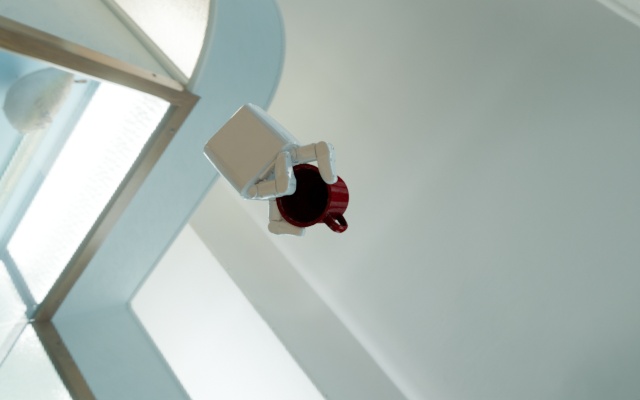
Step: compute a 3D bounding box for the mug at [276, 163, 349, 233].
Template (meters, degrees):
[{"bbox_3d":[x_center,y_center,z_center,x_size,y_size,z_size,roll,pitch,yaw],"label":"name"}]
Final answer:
[{"bbox_3d":[0.001,0.003,0.719,0.117,0.093,0.081,47,18,21],"label":"mug"}]
